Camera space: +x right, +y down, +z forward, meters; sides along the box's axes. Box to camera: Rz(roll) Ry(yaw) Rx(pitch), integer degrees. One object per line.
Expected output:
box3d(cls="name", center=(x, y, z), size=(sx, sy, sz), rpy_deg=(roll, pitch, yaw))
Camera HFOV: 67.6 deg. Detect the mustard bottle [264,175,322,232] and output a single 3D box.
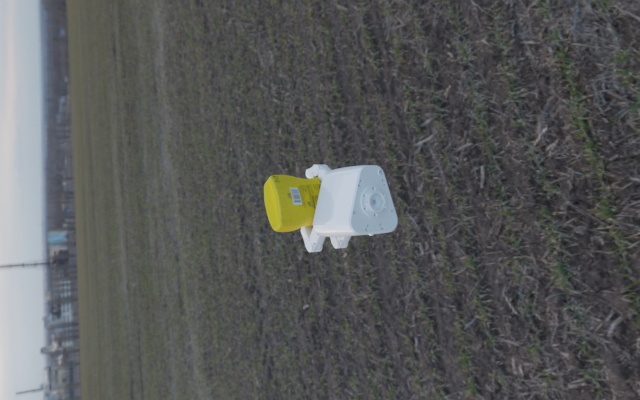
box3d(cls="mustard bottle", center=(0.000, 0.003, 0.845), size=(0.191, 0.096, 0.058), rpy_deg=(-1, -27, -30))
